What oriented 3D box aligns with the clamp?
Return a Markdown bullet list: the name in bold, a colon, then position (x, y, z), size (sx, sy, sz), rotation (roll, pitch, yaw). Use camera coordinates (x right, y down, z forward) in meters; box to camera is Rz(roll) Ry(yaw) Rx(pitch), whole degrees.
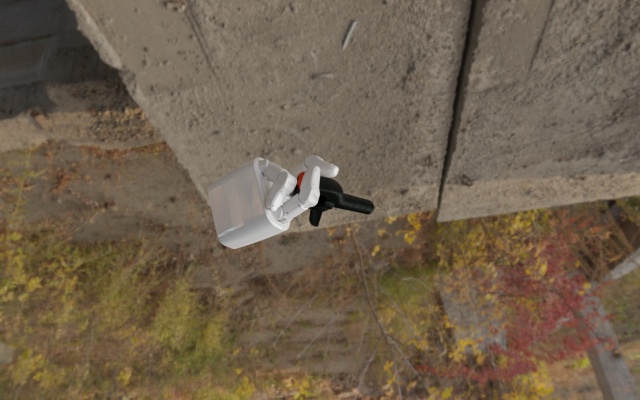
- **clamp**: position (0.000, 0.003, 0.786), size (0.120, 0.039, 0.171), rotation (-25, -34, 26)
